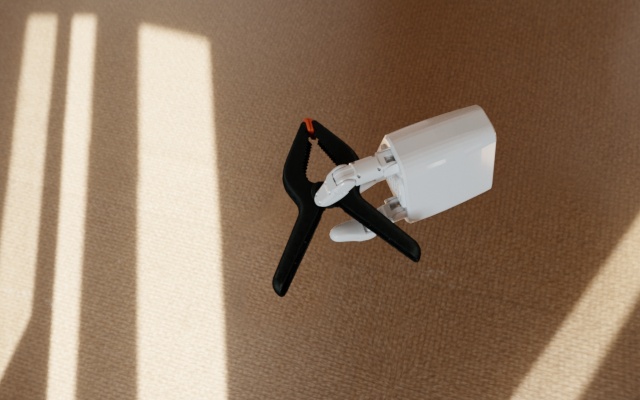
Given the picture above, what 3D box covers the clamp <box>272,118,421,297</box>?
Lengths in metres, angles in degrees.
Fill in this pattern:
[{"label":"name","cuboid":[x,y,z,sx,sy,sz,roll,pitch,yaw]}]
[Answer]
[{"label":"clamp","cuboid":[0.000,0.001,0.549,0.164,0.210,0.036,-21,-23,-2]}]
